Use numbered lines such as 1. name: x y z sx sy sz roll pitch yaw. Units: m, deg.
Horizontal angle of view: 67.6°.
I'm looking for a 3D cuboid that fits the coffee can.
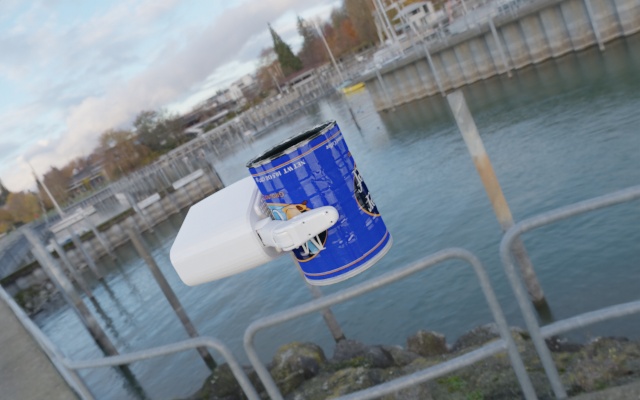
1. coffee can: 0.000 0.002 0.496 0.103 0.140 0.102 -25 13 7
